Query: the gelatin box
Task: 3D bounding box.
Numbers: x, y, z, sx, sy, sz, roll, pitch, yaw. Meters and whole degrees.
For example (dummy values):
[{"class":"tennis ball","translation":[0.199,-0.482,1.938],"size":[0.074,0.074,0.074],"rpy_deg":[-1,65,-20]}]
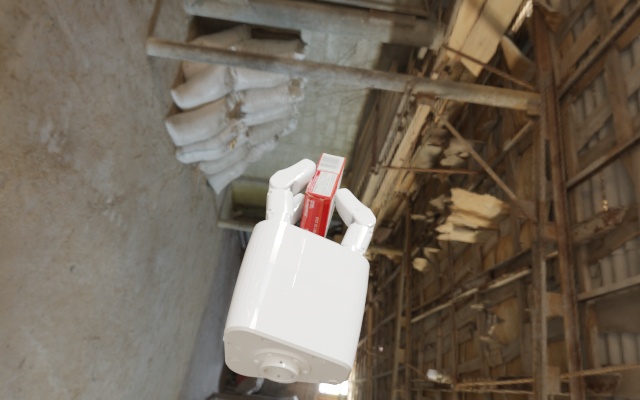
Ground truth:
[{"class":"gelatin box","translation":[0.001,0.002,0.517],"size":[0.030,0.073,0.089],"rpy_deg":[14,35,4]}]
